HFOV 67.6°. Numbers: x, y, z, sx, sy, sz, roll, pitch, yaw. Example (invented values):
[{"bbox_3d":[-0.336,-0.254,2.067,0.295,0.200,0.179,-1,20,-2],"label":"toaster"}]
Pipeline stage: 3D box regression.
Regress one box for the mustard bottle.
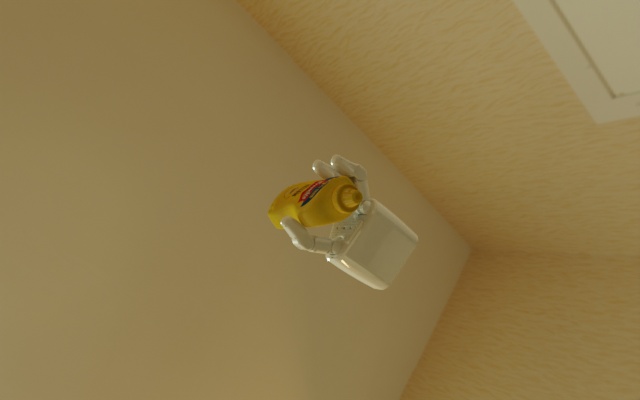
[{"bbox_3d":[0.000,0.002,0.713,0.096,0.058,0.191,-38,16,-28],"label":"mustard bottle"}]
